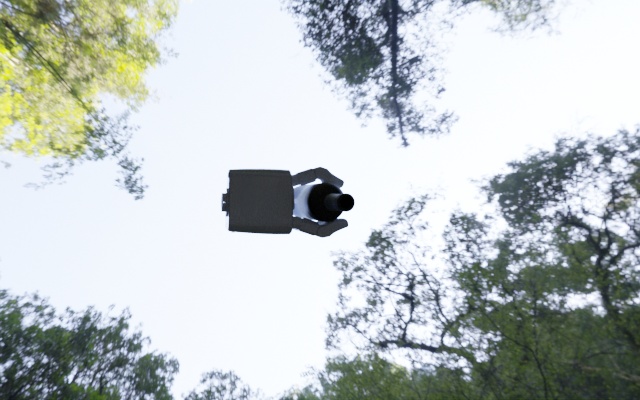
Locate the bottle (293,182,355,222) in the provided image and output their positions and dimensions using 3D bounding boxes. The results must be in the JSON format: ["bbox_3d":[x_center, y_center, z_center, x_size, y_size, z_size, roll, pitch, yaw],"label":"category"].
[{"bbox_3d":[0.000,0.003,0.836,0.069,0.069,0.295,0,0,-15],"label":"bottle"}]
